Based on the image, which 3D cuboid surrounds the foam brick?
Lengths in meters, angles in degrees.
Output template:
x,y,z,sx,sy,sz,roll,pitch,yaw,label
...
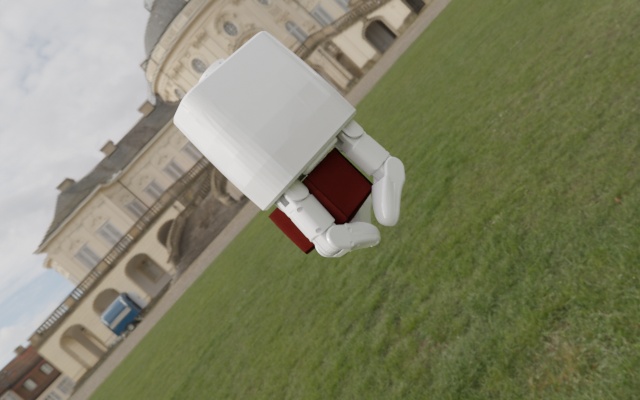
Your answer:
x,y,z,sx,sy,sz,roll,pitch,yaw,label
0.000,0.002,0.429,0.078,0.051,0.053,-43,6,48,foam brick
